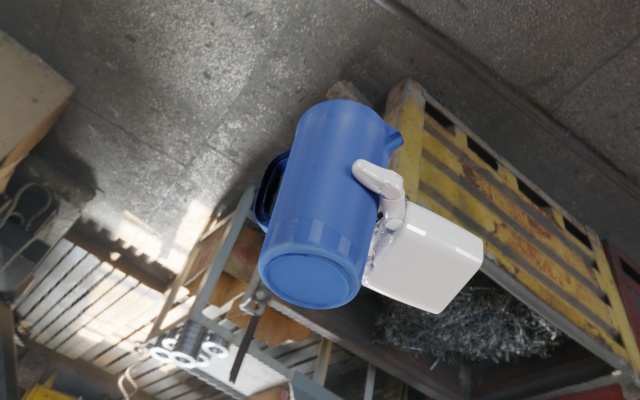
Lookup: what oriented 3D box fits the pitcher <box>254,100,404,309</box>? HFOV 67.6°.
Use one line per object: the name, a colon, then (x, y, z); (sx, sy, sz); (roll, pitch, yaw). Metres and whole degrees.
pitcher: (0.000, 0.002, 0.569); (0.145, 0.242, 0.149); (25, -45, -9)
